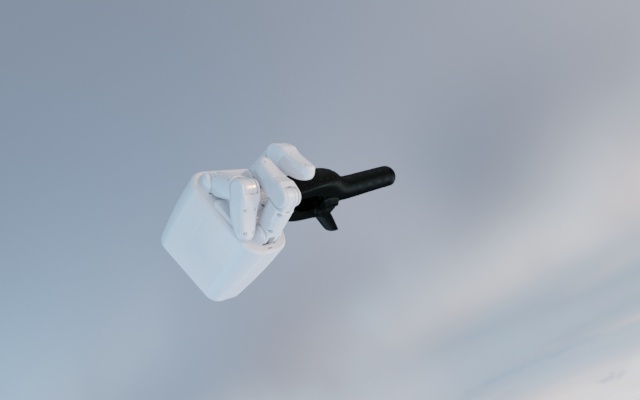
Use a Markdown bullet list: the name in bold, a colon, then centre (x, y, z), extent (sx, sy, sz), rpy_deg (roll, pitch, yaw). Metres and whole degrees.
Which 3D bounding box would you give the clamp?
- **clamp**: centre (0.000, 0.002, 0.554), extent (0.171, 0.039, 0.120), rpy_deg (-1, -41, -43)
